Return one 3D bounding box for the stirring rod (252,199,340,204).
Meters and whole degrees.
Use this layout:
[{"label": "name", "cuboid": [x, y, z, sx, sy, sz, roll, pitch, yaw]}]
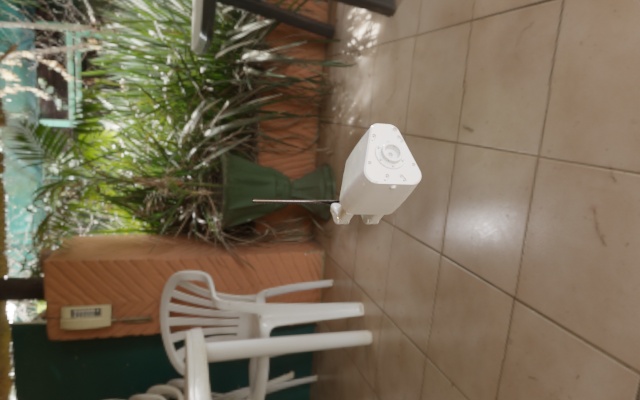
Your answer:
[{"label": "stirring rod", "cuboid": [0.000, 0.003, 0.844, 0.239, 0.011, 0.011, 1, 0, -17]}]
